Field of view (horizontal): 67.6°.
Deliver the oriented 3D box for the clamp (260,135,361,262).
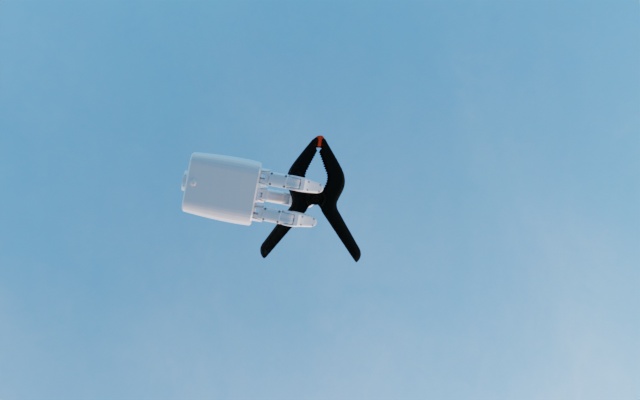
[{"bbox_3d":[0.000,0.002,0.778,0.164,0.210,0.036,11,0,-10],"label":"clamp"}]
